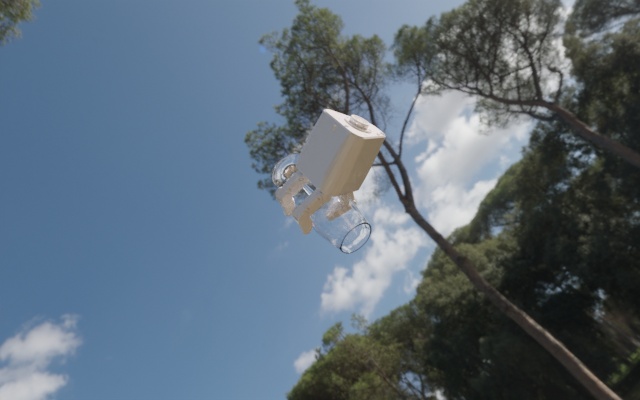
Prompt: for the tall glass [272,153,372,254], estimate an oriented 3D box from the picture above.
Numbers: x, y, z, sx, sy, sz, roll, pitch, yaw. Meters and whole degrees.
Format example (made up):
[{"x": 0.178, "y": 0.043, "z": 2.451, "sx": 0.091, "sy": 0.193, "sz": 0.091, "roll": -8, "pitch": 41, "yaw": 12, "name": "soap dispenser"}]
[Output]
[{"x": 0.000, "y": 0.002, "z": 0.807, "sx": 0.079, "sy": 0.079, "sz": 0.201, "roll": 0, "pitch": 35, "yaw": -44, "name": "tall glass"}]
